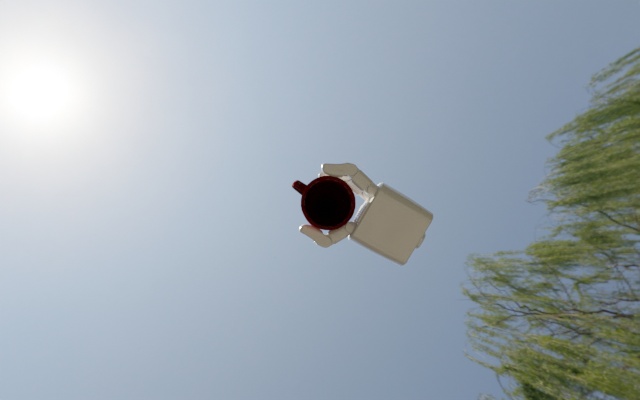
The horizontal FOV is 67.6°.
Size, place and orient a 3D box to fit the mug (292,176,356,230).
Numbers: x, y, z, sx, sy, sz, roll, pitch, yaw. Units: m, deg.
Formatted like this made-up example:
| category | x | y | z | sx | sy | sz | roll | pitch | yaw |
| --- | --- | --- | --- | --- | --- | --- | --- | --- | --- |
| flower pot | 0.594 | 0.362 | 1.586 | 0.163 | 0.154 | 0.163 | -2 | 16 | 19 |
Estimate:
| category | x | y | z | sx | sy | sz | roll | pitch | yaw |
| --- | --- | --- | --- | --- | --- | --- | --- | --- | --- |
| mug | -0.001 | 0.002 | 0.841 | 0.117 | 0.093 | 0.081 | 31 | -8 | 0 |
